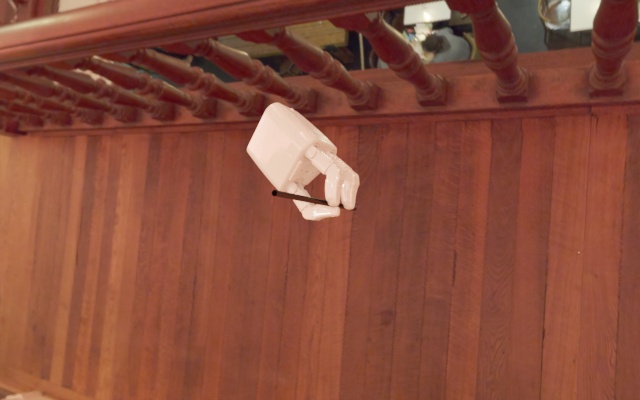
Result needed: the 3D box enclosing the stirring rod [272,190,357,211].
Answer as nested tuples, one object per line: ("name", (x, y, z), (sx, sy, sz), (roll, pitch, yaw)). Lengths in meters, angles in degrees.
("stirring rod", (0.000, 0.002, 0.693), (0.011, 0.011, 0.239), (0, -5, 28))
